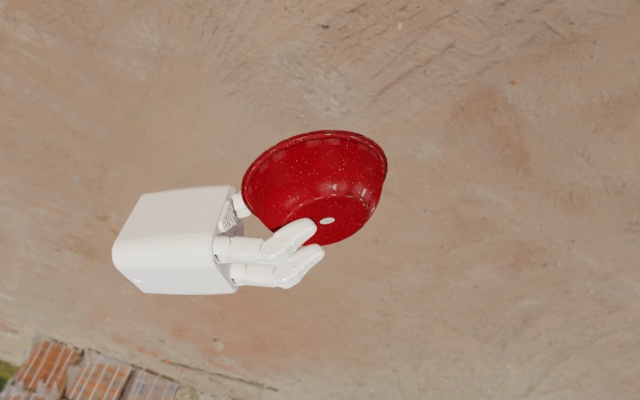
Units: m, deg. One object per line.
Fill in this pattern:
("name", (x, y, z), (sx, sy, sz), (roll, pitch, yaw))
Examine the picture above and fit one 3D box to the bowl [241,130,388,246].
("bowl", (0.001, 0.001, 0.501), (0.162, 0.055, 0.162), (-10, -35, -7))
